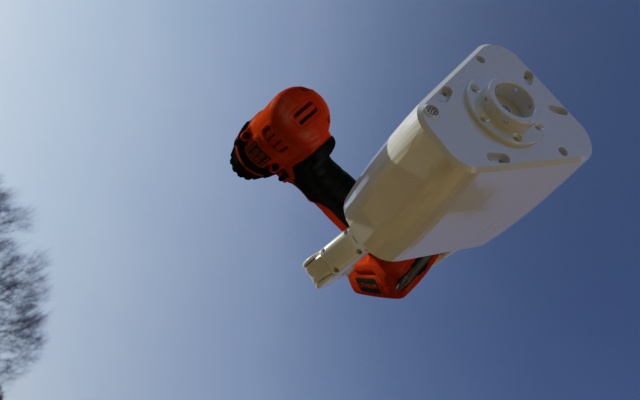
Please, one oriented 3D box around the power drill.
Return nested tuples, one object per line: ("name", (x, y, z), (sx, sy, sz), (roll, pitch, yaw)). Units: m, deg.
("power drill", (0.001, 0.002, 0.419), (0.057, 0.188, 0.184), (-47, 10, -19))
